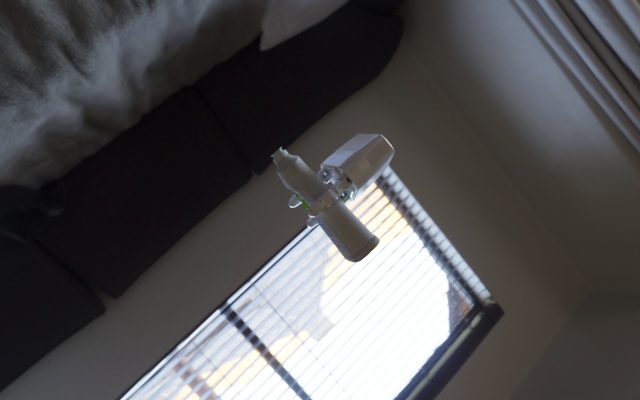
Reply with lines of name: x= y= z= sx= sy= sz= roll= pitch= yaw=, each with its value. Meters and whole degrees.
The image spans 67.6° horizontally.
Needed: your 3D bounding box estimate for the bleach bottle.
bleach bottle: x=0.000 y=0.003 z=0.895 sx=0.068 sy=0.251 sz=0.102 roll=-42 pitch=7 yaw=-13
